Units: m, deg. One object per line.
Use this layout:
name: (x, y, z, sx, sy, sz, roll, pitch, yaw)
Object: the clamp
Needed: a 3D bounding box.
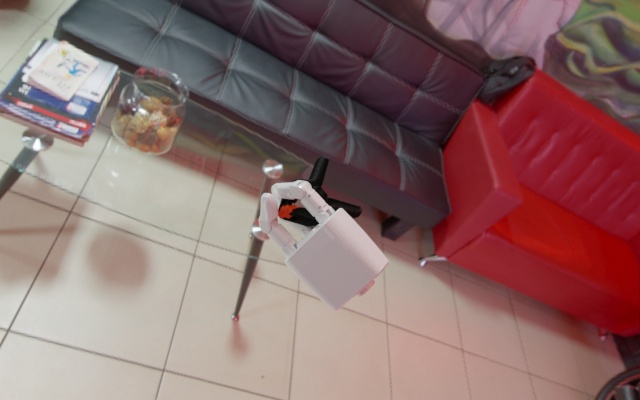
clamp: (0.000, 0.002, 0.765, 0.039, 0.120, 0.171, -46, -4, 40)
